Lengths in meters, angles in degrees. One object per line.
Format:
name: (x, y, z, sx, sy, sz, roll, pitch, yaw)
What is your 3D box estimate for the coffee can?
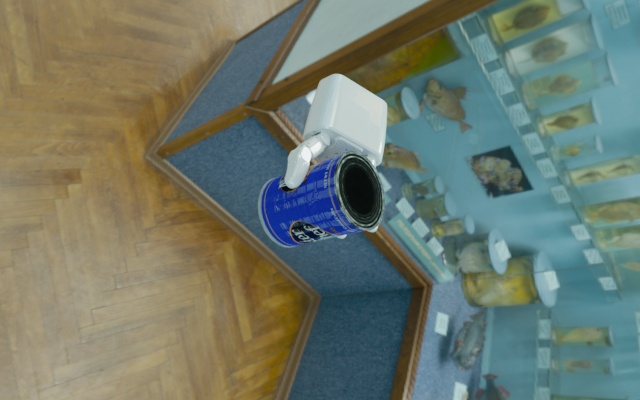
coffee can: (0.000, 0.002, 0.641, 0.140, 0.103, 0.103, -16, -10, 39)
